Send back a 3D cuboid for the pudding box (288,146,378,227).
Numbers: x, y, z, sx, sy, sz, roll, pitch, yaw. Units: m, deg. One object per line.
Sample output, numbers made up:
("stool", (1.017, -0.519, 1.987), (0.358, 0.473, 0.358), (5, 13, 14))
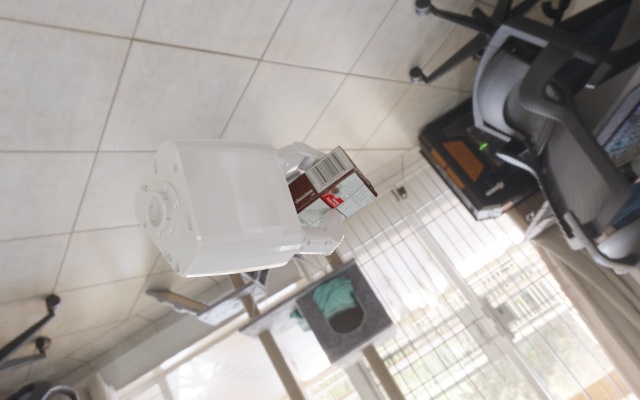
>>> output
("pudding box", (0.000, 0.002, 0.530), (0.113, 0.039, 0.090), (-35, -27, 8))
